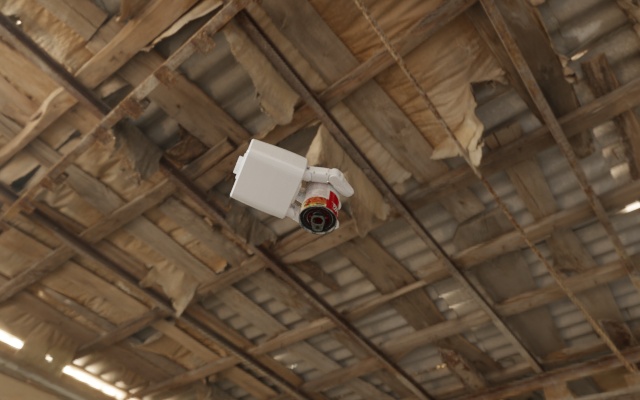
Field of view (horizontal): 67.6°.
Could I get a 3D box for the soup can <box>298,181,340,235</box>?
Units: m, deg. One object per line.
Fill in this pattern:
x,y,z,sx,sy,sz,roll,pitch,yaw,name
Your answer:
0.001,0.003,0.862,0.068,0.069,0.102,0,40,8,soup can
